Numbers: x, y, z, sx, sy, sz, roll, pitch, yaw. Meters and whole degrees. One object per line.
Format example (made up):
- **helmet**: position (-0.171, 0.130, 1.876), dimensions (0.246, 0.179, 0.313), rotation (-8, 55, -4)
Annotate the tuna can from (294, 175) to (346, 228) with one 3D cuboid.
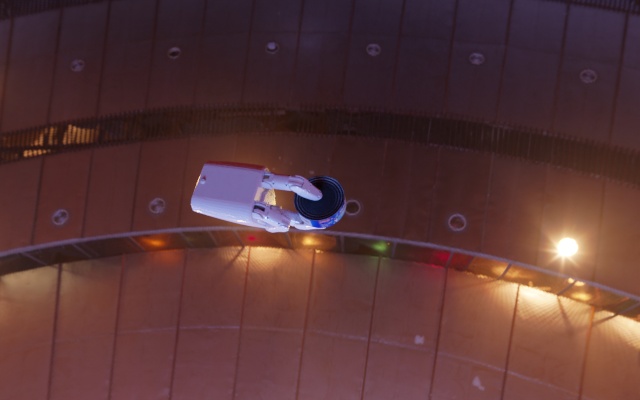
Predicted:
- **tuna can**: position (0.000, 0.003, 0.801), dimensions (0.086, 0.086, 0.034), rotation (0, -29, 11)
